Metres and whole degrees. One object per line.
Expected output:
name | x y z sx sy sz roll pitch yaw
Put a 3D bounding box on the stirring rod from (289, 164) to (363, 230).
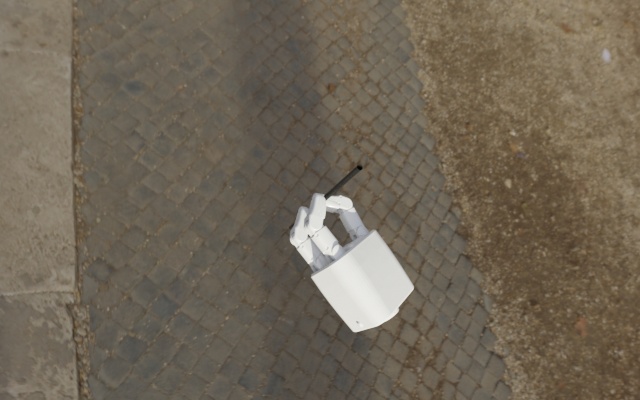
stirring rod | 0.000 0.002 0.694 0.011 0.011 0.240 0 -21 -26
